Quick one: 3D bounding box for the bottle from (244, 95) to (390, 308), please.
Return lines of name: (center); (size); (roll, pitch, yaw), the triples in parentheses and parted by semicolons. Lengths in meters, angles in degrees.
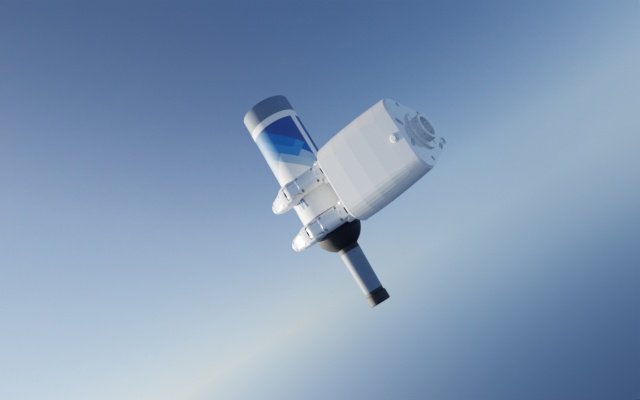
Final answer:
bottle: (0.000, 0.002, 0.617); (0.069, 0.295, 0.069); (-30, -11, -7)
